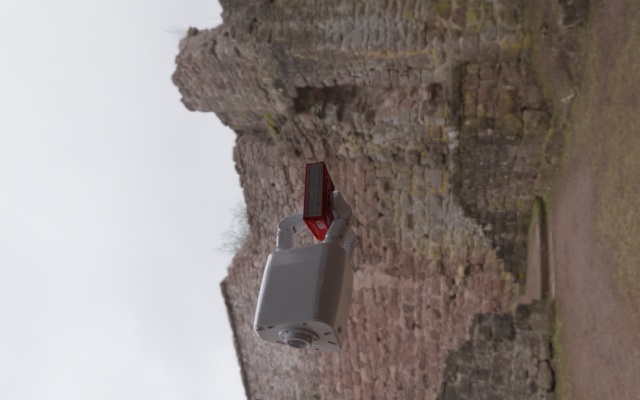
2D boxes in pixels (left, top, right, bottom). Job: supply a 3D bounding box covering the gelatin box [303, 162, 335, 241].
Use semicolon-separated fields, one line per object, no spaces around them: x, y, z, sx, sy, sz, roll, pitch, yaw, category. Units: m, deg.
0.000;0.002;0.671;0.030;0.089;0.073;-5;-28;12;gelatin box
